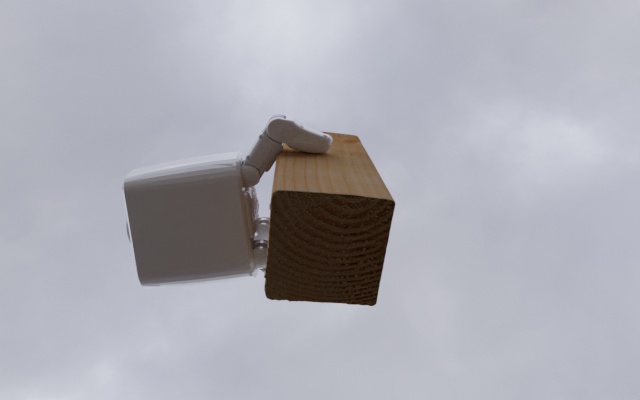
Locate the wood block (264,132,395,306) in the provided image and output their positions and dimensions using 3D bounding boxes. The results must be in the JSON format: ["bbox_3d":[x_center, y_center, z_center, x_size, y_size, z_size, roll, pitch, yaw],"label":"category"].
[{"bbox_3d":[0.000,0.001,0.445,0.090,0.091,0.206,5,21,-5],"label":"wood block"}]
